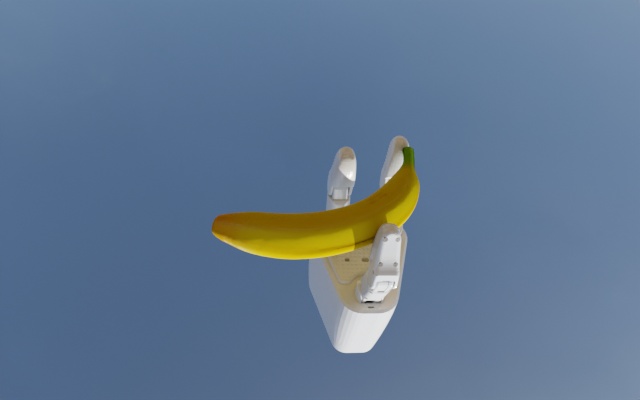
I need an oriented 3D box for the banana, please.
[{"bbox_3d":[0.012,0.014,0.403,0.198,0.069,0.037,-20,-33,-22],"label":"banana"}]
